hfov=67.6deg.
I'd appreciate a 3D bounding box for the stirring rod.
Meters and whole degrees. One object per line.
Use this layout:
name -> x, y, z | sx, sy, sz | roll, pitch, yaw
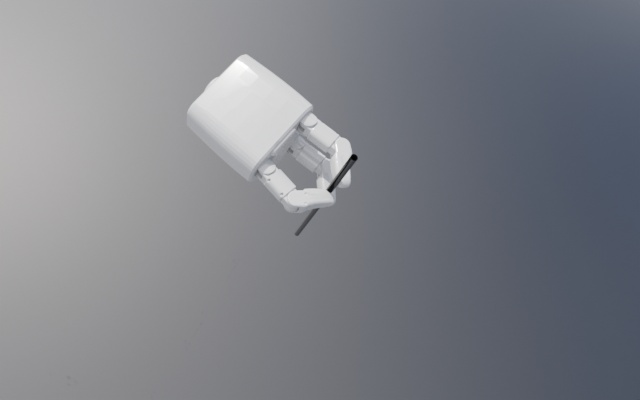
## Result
stirring rod -> 0.000, 0.002, 0.601 | 0.011, 0.011, 0.240 | 0, -23, -18
